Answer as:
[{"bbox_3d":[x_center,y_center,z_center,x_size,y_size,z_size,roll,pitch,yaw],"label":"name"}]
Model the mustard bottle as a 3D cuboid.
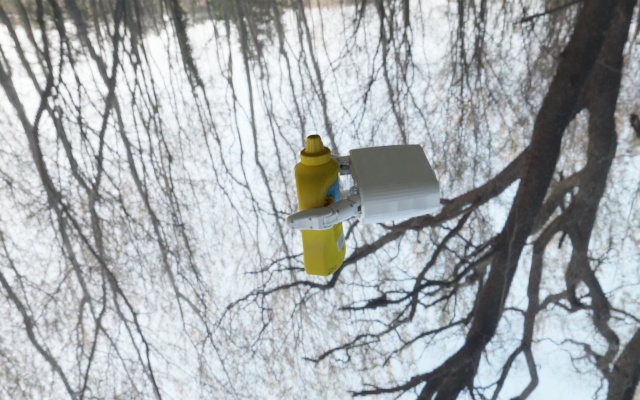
[{"bbox_3d":[0.000,0.002,0.656,0.058,0.192,0.096,4,29,18],"label":"mustard bottle"}]
